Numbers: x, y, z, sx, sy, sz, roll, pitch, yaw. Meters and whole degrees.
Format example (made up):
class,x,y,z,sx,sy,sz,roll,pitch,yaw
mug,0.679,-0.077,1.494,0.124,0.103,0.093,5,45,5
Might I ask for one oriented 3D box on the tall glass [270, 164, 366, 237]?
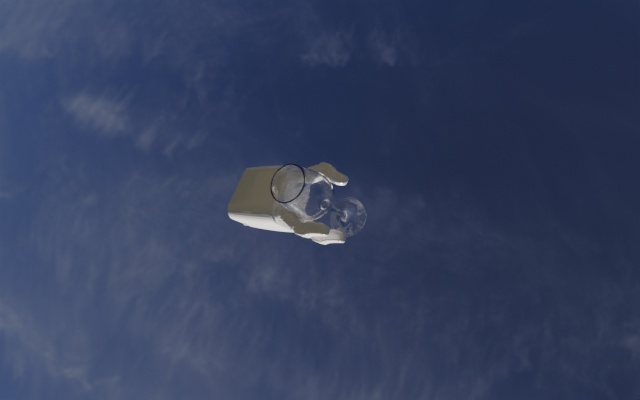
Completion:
class,x,y,z,sx,sy,sz,roll,pitch,yaw
tall glass,0.001,0.003,0.785,0.079,0.079,0.201,0,-17,31
